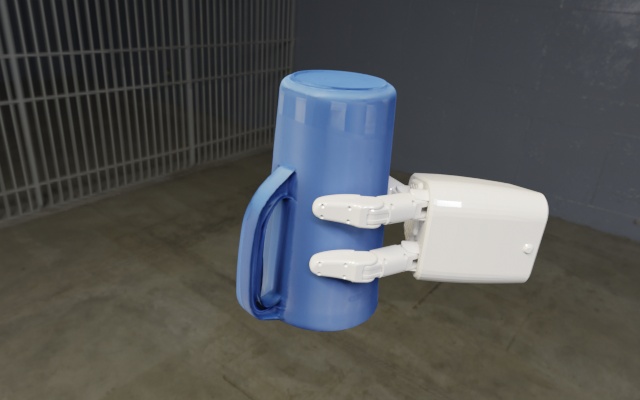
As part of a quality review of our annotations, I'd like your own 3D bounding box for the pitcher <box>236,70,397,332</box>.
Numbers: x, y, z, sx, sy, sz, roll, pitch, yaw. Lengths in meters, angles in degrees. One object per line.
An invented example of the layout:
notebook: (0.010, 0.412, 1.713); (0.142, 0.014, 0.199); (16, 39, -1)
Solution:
pitcher: (0.000, 0.002, 0.478); (0.145, 0.243, 0.149); (5, 24, 0)
